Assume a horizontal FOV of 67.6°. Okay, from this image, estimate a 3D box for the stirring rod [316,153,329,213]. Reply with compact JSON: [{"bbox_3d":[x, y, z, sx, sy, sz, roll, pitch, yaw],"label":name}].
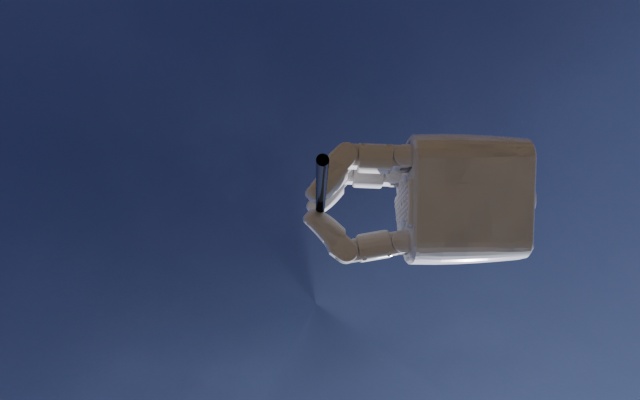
[{"bbox_3d":[0.000,0.001,0.401,0.011,0.011,0.239,0,-12,-1],"label":"stirring rod"}]
